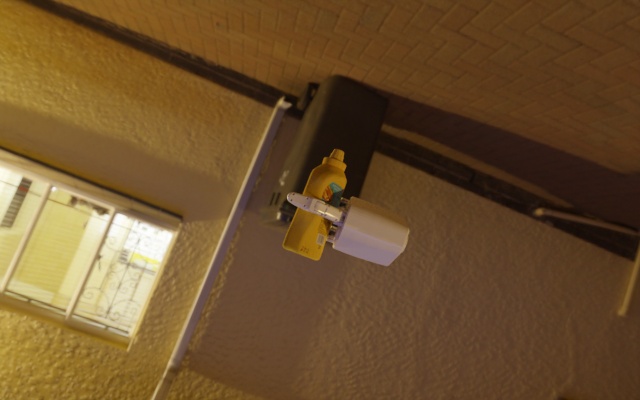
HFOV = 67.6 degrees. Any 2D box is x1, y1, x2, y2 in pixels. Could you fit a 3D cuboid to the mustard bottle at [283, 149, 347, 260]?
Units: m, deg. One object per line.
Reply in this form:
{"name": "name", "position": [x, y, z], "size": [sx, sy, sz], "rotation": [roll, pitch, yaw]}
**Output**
{"name": "mustard bottle", "position": [0.000, 0.003, 0.815], "size": [0.058, 0.191, 0.096], "rotation": [18, -7, 26]}
